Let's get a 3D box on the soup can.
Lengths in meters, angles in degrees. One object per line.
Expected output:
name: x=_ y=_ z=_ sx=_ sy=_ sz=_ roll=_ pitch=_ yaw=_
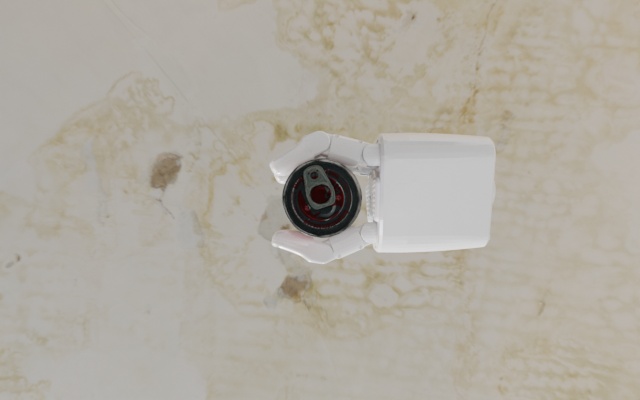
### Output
soup can: x=0.000 y=0.002 z=0.453 sx=0.068 sy=0.068 sz=0.102 roll=0 pitch=-4 yaw=-2
